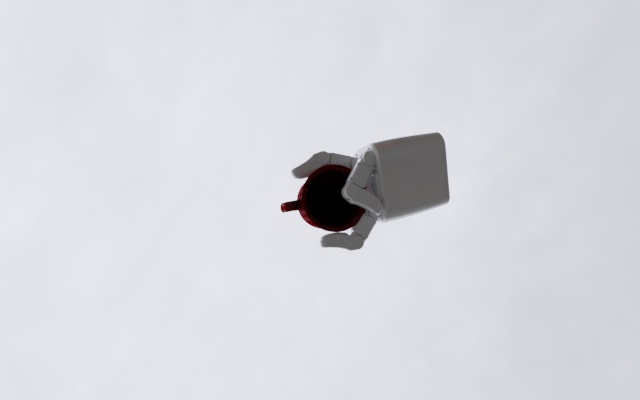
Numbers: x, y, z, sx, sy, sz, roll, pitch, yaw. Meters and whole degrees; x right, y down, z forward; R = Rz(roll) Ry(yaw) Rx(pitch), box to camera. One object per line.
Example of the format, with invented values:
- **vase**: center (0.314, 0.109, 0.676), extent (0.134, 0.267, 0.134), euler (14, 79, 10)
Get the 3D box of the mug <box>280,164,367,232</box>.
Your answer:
- **mug**: center (-0.001, 0.003, 0.684), extent (0.117, 0.093, 0.081), euler (-13, -2, -13)
